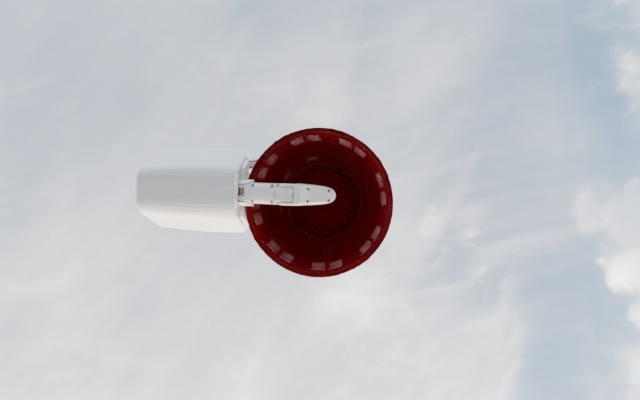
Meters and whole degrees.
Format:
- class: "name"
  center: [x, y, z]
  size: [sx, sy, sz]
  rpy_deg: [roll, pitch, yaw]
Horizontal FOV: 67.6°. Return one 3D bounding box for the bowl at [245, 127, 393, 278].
- class: "bowl"
  center: [0.001, 0.002, 0.538]
  size: [0.162, 0.162, 0.055]
  rpy_deg: [0, 2, 7]
